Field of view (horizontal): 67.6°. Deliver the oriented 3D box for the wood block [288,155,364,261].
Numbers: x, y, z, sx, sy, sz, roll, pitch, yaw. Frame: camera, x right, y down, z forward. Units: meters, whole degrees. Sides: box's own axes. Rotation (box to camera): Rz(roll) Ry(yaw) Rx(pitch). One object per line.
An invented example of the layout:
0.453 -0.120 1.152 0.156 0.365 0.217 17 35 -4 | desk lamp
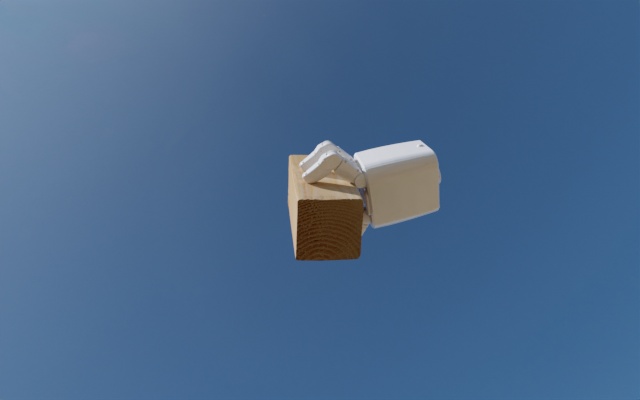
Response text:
0.000 0.003 0.723 0.090 0.091 0.206 -1 21 -6 | wood block
